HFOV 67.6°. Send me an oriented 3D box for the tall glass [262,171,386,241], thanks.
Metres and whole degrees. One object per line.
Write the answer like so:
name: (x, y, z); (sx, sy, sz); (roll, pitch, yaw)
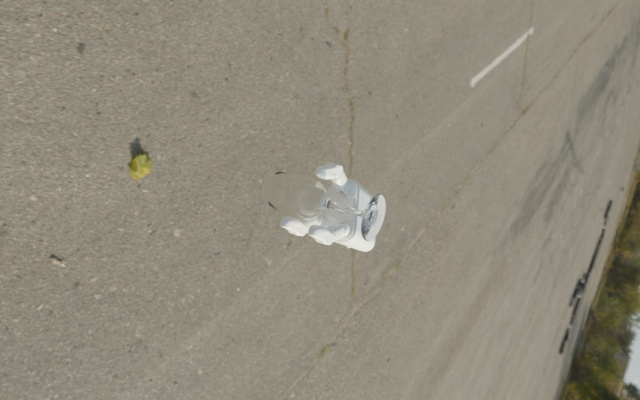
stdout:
tall glass: (0.001, 0.003, 0.776); (0.201, 0.079, 0.079); (16, 8, 31)
